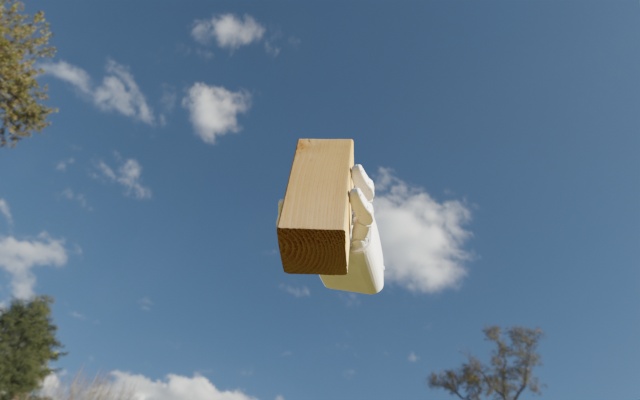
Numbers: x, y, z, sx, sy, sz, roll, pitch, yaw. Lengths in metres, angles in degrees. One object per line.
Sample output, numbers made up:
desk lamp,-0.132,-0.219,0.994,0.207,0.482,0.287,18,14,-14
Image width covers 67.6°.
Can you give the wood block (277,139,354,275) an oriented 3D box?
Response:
wood block,0.000,0.003,0.706,0.091,0.090,0.206,0,40,7
